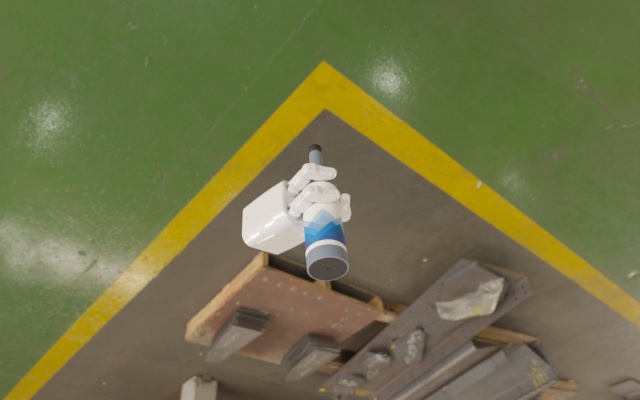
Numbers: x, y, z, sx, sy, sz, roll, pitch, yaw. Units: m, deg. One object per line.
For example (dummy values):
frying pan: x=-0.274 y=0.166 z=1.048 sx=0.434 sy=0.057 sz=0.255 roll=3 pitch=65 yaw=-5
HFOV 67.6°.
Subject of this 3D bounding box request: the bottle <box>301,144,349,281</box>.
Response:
bottle: x=0.000 y=0.003 z=0.855 sx=0.069 sy=0.295 sz=0.069 roll=-3 pitch=-44 yaw=-3
